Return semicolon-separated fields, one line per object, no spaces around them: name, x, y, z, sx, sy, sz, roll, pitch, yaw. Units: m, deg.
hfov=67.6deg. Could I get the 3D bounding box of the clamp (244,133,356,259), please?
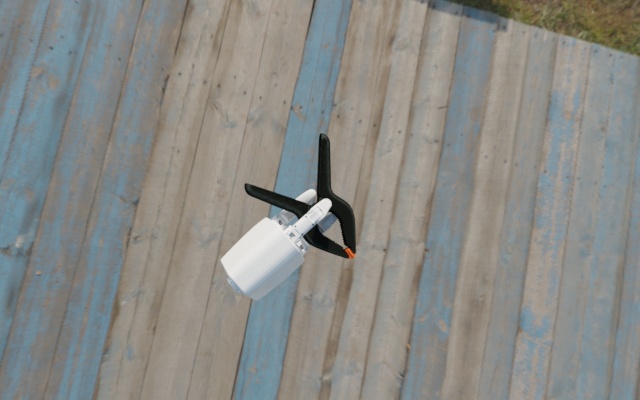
clamp;0.000;0.003;0.796;0.164;0.210;0.036;-42;2;-7
